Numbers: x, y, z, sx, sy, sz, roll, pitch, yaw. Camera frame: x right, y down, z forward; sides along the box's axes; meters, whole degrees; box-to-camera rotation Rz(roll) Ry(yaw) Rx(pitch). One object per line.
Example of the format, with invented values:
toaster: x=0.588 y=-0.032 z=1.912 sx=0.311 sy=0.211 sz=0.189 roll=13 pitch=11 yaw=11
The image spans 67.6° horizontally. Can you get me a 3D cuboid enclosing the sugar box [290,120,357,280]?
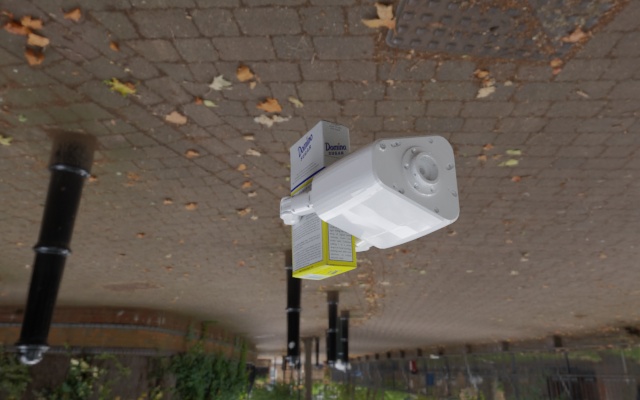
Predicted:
sugar box: x=0.001 y=0.002 z=0.582 sx=0.048 sy=0.176 sz=0.093 roll=10 pitch=-21 yaw=-27
